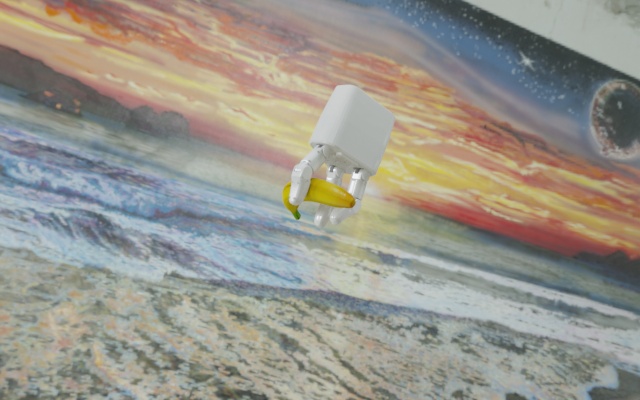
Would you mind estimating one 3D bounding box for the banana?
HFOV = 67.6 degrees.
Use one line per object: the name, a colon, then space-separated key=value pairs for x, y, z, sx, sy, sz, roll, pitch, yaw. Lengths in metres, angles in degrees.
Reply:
banana: x=-0.016 y=-0.008 z=0.744 sx=0.070 sy=0.037 sz=0.198 roll=37 pitch=-20 yaw=-18
